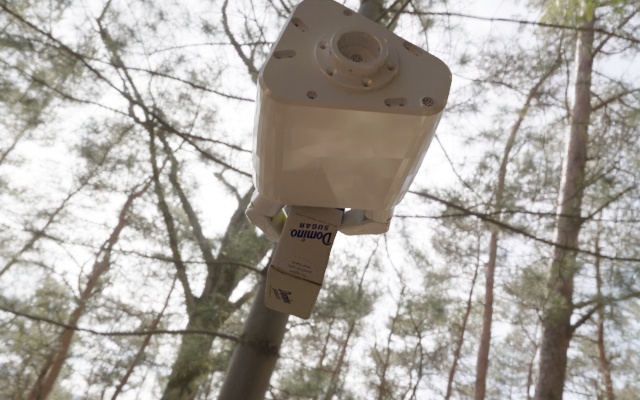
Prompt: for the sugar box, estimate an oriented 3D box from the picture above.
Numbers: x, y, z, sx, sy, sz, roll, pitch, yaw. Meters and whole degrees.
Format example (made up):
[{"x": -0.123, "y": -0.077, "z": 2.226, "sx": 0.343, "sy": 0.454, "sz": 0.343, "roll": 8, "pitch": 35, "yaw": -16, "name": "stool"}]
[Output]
[{"x": 0.000, "y": 0.001, "z": 0.403, "sx": 0.048, "sy": 0.176, "sz": 0.093, "roll": 19, "pitch": -30, "yaw": 3, "name": "sugar box"}]
